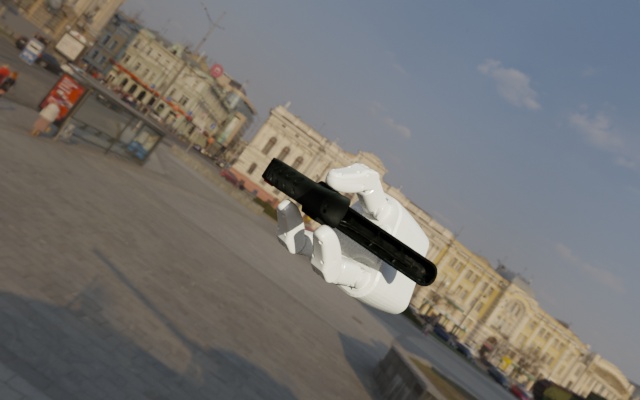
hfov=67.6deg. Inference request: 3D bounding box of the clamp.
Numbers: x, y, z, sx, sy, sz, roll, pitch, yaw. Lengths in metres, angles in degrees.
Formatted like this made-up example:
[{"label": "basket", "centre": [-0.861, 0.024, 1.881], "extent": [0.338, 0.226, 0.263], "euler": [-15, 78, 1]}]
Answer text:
[{"label": "clamp", "centre": [0.000, 0.001, 0.451], "extent": [0.210, 0.036, 0.165], "euler": [34, -2, 39]}]
